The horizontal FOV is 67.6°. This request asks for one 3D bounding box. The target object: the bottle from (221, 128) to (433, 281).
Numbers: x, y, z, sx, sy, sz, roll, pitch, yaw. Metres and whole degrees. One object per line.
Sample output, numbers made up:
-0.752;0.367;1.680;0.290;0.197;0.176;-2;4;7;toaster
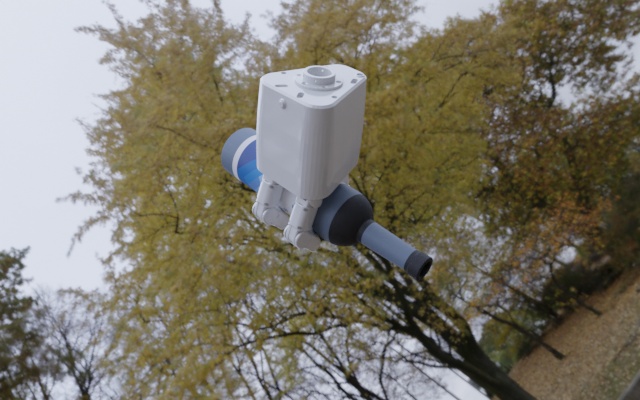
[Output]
0.000;0.002;0.558;0.295;0.069;0.069;33;18;31;bottle
